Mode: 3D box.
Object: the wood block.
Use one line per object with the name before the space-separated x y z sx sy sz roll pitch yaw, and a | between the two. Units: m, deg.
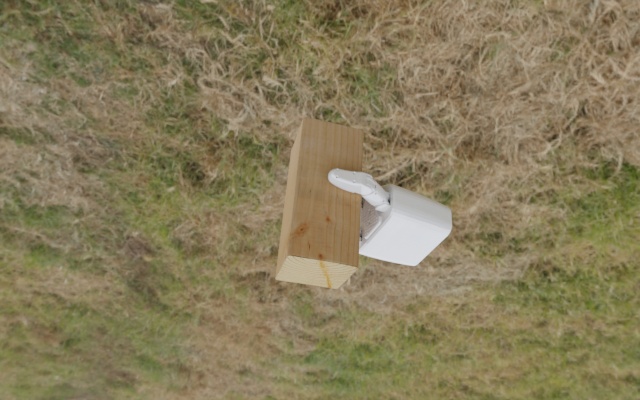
wood block | 0.001 0.002 0.649 0.090 0.206 0.091 11 -30 -12
